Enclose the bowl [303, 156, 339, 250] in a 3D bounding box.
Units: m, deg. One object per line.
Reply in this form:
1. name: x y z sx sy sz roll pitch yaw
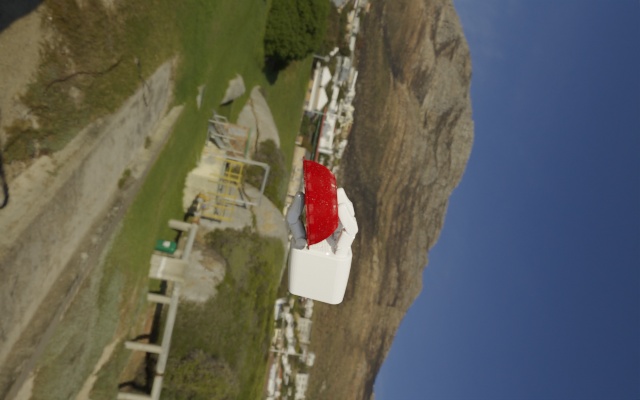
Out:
1. bowl: 0.001 0.002 0.819 0.055 0.162 0.162 -3 0 -1
